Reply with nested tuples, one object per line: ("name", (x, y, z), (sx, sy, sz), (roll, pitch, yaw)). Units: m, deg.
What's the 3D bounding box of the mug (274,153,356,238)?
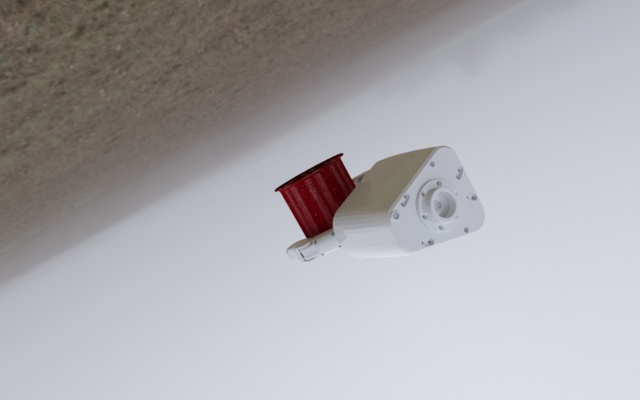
("mug", (0.000, 0.002, 0.579), (0.093, 0.081, 0.117), (-32, 8, -23))
